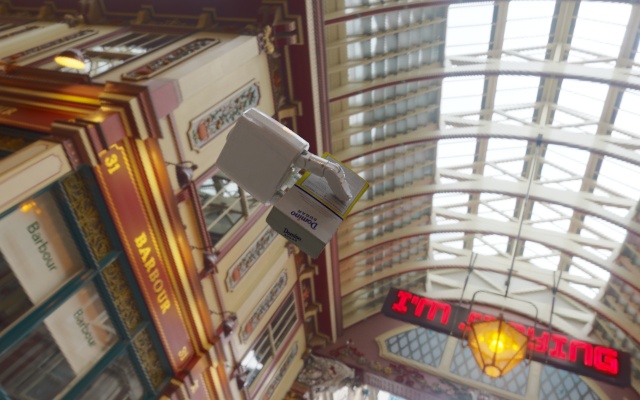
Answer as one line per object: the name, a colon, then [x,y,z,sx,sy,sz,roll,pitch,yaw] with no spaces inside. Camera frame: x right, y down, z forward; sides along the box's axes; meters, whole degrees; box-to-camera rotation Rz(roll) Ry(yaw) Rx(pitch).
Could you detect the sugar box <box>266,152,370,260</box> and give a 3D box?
sugar box: [0.000,0.003,0.727,0.093,0.048,0.176,37,43,4]
